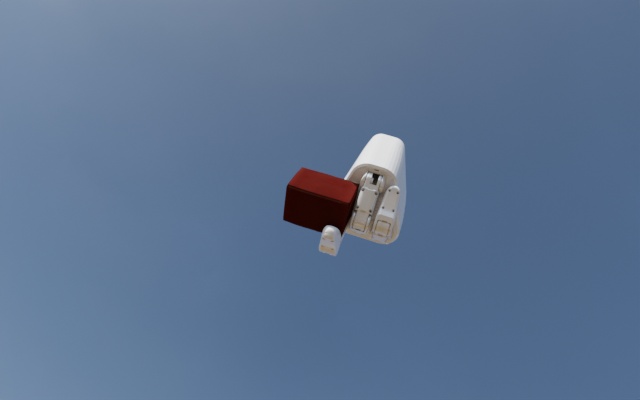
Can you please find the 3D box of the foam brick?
[{"bbox_3d":[0.000,0.002,0.582,0.078,0.053,0.051,17,35,8],"label":"foam brick"}]
